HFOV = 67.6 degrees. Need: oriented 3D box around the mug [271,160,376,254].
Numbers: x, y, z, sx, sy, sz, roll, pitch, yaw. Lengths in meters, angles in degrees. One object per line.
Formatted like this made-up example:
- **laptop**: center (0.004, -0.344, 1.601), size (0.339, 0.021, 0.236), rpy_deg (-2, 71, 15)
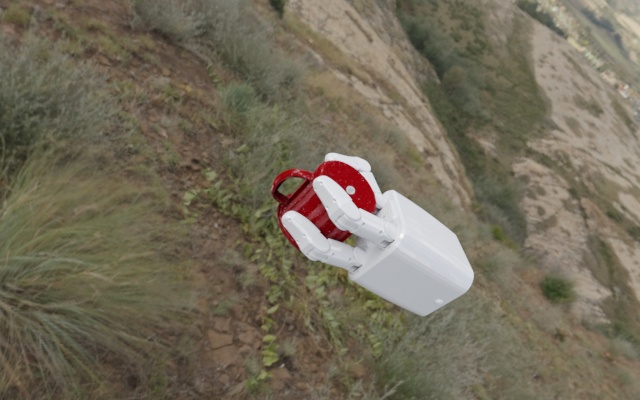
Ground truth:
- **mug**: center (-0.001, 0.001, 0.546), size (0.117, 0.093, 0.081), rpy_deg (31, -51, -17)
